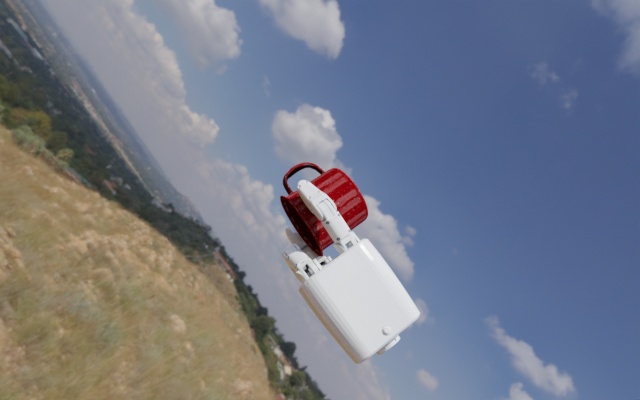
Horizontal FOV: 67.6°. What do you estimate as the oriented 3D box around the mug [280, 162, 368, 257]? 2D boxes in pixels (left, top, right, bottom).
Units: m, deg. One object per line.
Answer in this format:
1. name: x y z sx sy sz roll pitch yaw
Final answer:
1. mug: -0.001 0.001 0.617 0.081 0.117 0.093 -34 -12 -13
